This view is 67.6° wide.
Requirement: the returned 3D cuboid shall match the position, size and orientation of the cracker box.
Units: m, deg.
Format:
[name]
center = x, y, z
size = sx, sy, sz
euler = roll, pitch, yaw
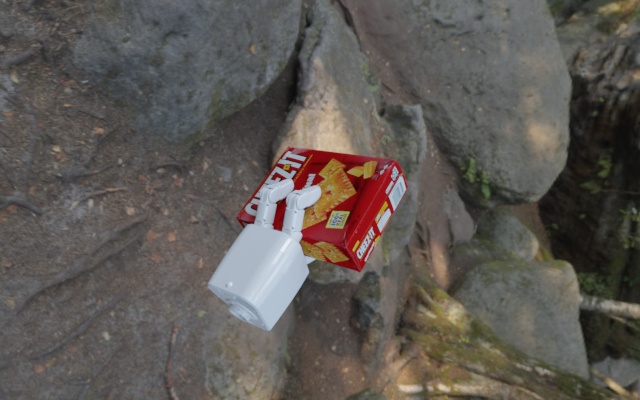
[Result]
[cracker box]
center = 0.000, 0.003, 0.729
size = 0.213, 0.164, 0.072
euler = 12, -34, 36
